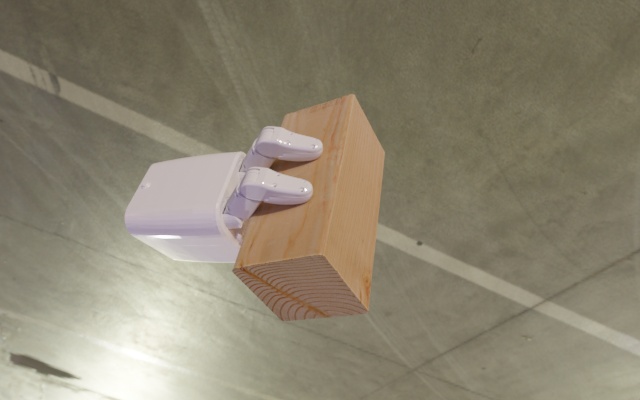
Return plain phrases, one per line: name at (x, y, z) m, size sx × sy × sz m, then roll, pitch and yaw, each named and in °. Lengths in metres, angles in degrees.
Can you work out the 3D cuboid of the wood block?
wood block at (0.000, 0.002, 0.469) m, size 0.090 × 0.206 × 0.091 m, roll -12°, pitch -46°, yaw 25°
